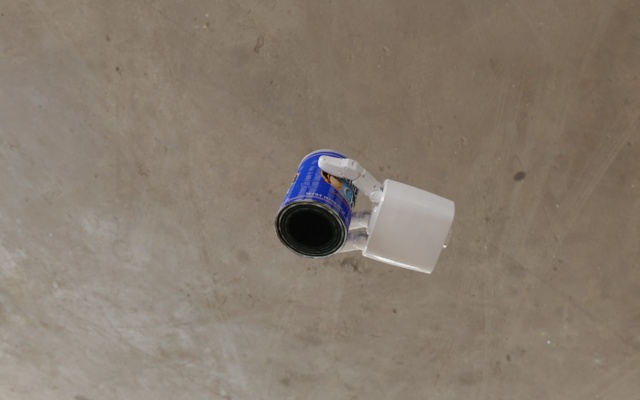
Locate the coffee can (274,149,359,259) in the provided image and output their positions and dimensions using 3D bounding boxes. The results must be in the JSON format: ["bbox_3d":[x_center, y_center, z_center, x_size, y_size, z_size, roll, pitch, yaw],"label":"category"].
[{"bbox_3d":[0.000,0.002,0.705,0.103,0.103,0.140,0,34,14],"label":"coffee can"}]
